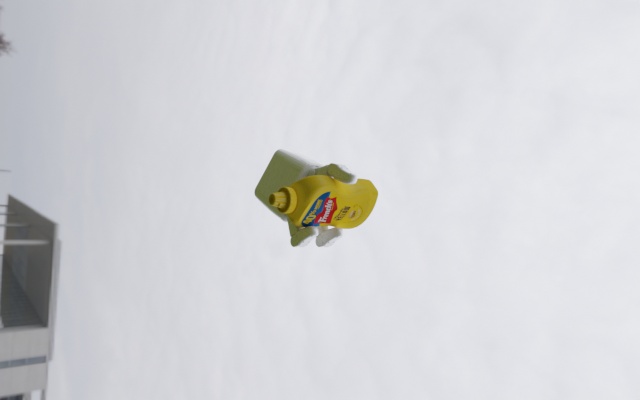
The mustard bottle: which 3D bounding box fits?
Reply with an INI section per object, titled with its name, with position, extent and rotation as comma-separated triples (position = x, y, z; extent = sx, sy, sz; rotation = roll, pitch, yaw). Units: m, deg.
[mustard bottle]
position = 0.000, 0.003, 0.780
extent = 0.191, 0.058, 0.096
rotation = 4, -47, -39
